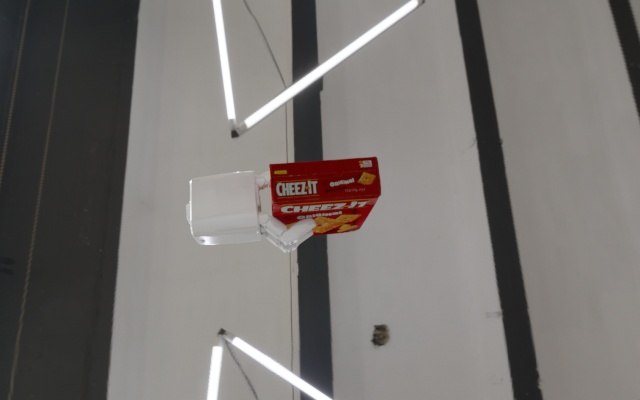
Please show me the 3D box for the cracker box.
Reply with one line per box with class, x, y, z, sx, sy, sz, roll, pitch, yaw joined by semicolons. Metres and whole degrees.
cracker box;0.000;0.002;0.797;0.164;0.072;0.214;-5;-17;-6
